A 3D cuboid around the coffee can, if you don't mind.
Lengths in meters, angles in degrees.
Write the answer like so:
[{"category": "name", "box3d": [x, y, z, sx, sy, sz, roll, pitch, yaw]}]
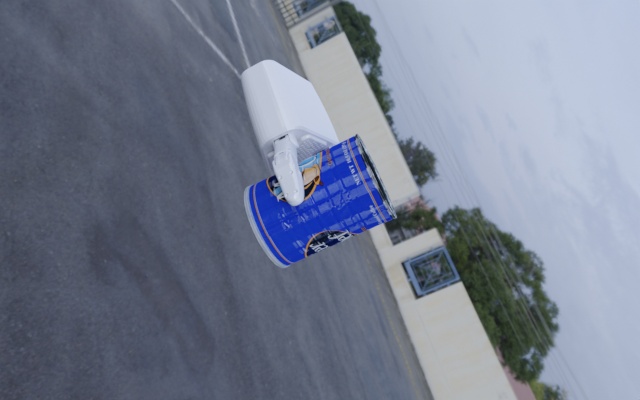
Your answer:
[{"category": "coffee can", "box3d": [0.000, 0.002, 0.536, 0.140, 0.103, 0.103, -25, -5, 11]}]
